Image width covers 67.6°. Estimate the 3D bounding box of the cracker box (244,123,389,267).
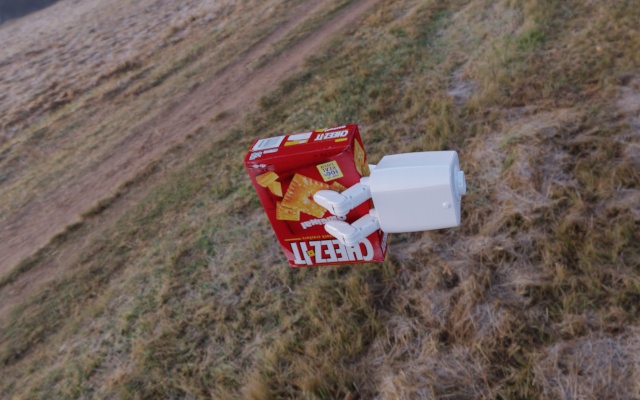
[{"bbox_3d":[0.000,0.002,0.722,0.164,0.214,0.072,-6,35,21],"label":"cracker box"}]
